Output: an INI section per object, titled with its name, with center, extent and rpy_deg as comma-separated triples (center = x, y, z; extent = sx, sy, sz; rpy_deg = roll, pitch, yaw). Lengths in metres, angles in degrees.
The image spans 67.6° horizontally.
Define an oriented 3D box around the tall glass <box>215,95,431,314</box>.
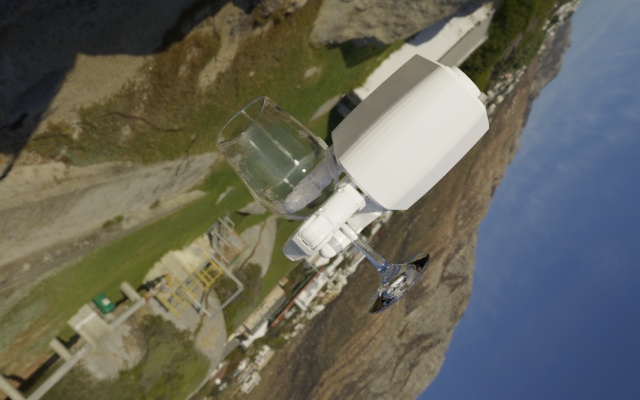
[tall glass]
center = 0.000, 0.002, 0.418
extent = 0.079, 0.201, 0.079
rpy_deg = -45, 2, 2
